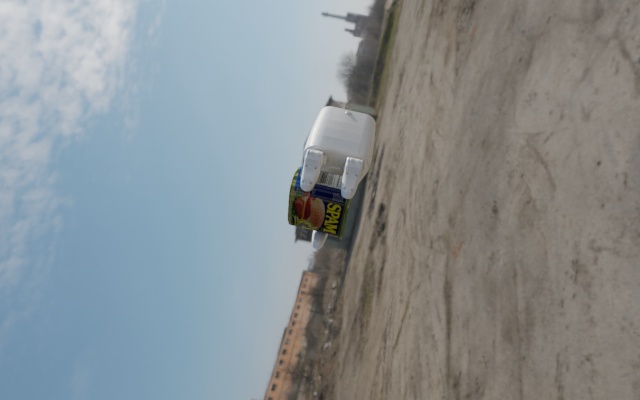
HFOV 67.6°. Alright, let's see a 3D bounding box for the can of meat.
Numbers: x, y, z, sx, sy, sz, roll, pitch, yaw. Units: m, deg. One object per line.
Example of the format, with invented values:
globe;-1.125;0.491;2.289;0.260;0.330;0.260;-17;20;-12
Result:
can of meat;0.000;0.002;0.684;0.084;0.057;0.102;13;-38;3
